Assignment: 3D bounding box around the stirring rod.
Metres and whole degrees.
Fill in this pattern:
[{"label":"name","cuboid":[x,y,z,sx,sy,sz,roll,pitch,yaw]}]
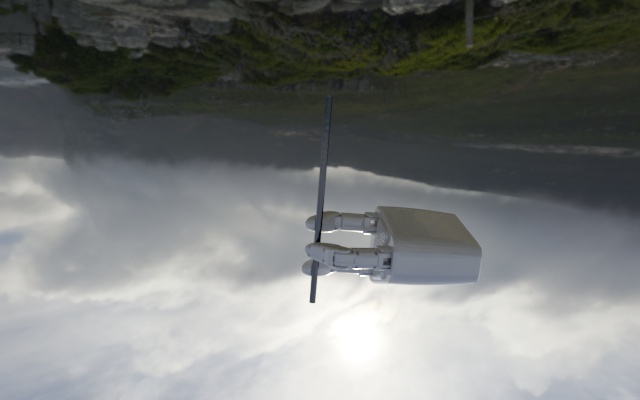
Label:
[{"label":"stirring rod","cuboid":[0.000,0.002,0.550,0.011,0.239,0.011,5,7,-1]}]
